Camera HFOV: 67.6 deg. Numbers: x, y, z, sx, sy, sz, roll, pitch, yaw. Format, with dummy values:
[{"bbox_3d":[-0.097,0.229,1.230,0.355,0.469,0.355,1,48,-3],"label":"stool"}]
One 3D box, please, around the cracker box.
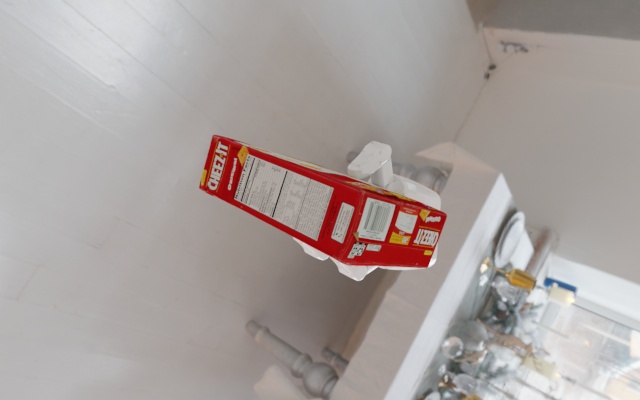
[{"bbox_3d":[0.000,0.002,0.511,0.213,0.072,0.164,23,7,39],"label":"cracker box"}]
